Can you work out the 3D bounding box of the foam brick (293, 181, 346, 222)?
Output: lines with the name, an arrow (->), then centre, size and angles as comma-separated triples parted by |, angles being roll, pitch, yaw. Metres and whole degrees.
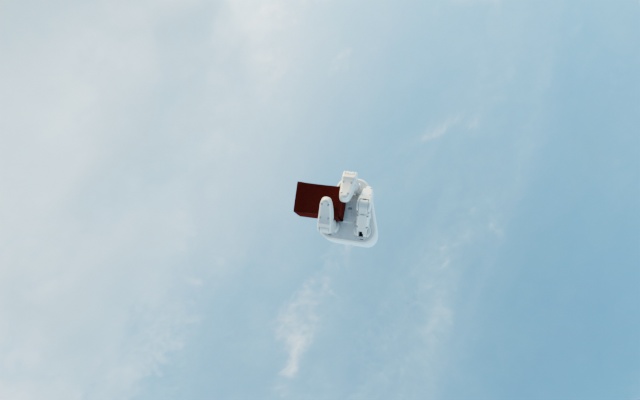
foam brick -> 0.000, 0.002, 0.793 | 0.078, 0.053, 0.051 | 8, -9, 12
